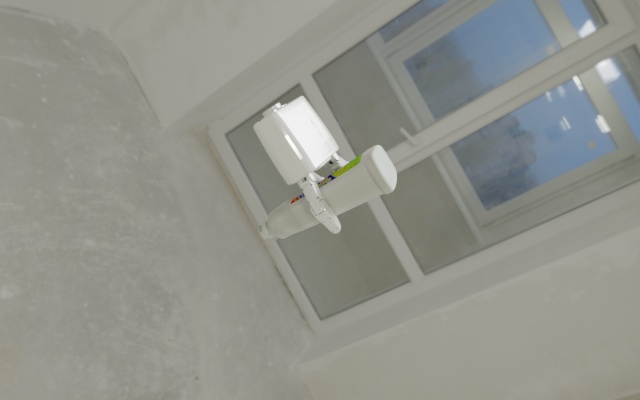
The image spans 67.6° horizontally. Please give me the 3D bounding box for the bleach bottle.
[{"bbox_3d":[0.000,0.003,0.780,0.251,0.068,0.102,-29,12,22],"label":"bleach bottle"}]
